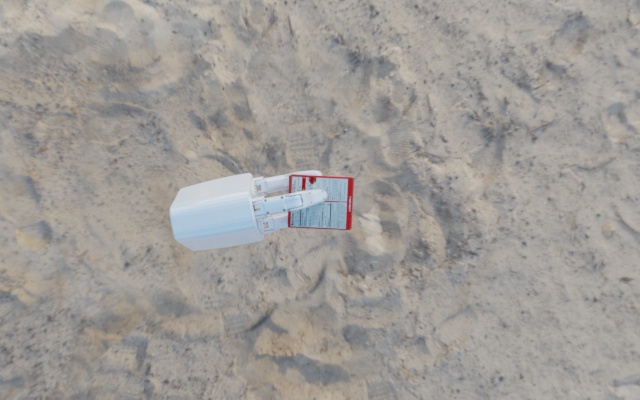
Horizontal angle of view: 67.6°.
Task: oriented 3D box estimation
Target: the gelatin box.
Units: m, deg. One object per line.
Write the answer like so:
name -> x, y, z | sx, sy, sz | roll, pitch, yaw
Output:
gelatin box -> 0.000, 0.002, 0.658 | 0.089, 0.073, 0.030 | 2, 2, 1
